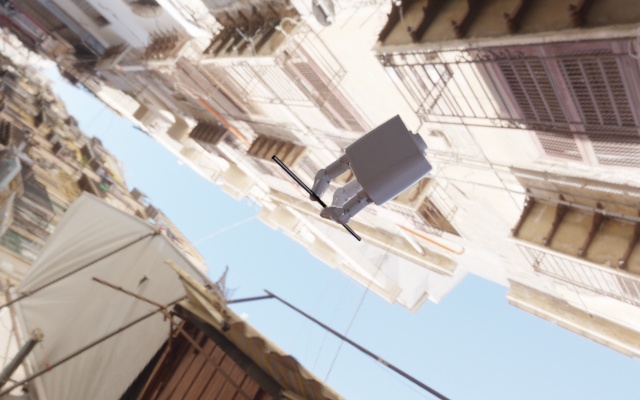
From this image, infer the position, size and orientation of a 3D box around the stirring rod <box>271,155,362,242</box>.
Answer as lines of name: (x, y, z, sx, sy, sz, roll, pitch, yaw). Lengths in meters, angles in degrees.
stirring rod: (0.000, 0.003, 0.787, 0.011, 0.011, 0.240, 0, -34, 45)
